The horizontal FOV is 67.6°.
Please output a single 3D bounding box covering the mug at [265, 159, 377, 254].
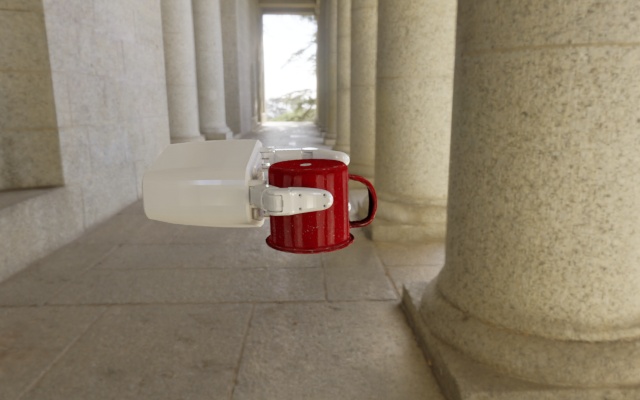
[{"bbox_3d":[0.002,0.001,0.491,0.117,0.081,0.093,-1,12,0],"label":"mug"}]
